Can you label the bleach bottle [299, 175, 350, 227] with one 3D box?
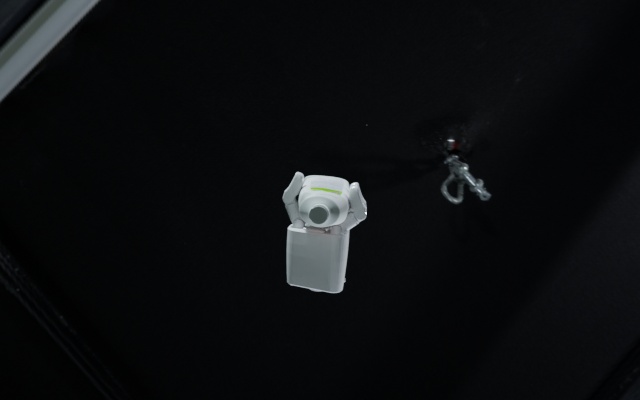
[{"bbox_3d":[0.000,0.003,0.837,0.102,0.068,0.251,4,9,5],"label":"bleach bottle"}]
